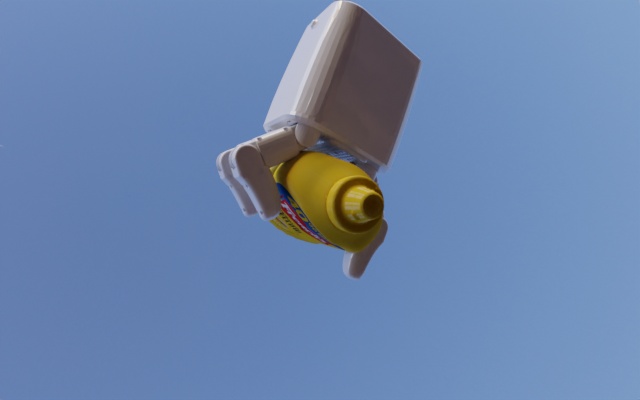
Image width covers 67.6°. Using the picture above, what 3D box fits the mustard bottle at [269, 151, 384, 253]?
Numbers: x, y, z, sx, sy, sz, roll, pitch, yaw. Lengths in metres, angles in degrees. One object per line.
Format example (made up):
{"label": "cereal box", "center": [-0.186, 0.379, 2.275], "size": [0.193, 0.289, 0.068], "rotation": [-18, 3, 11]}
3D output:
{"label": "mustard bottle", "center": [0.000, 0.002, 0.402], "size": [0.058, 0.096, 0.191], "rotation": [-46, 16, -15]}
